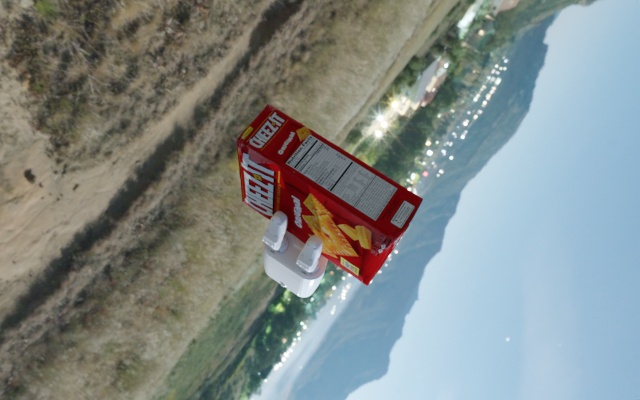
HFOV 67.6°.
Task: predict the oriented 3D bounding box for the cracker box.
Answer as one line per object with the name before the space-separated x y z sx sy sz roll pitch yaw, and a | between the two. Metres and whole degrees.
cracker box | 0.000 0.002 0.597 0.213 0.072 0.164 32 -26 10
